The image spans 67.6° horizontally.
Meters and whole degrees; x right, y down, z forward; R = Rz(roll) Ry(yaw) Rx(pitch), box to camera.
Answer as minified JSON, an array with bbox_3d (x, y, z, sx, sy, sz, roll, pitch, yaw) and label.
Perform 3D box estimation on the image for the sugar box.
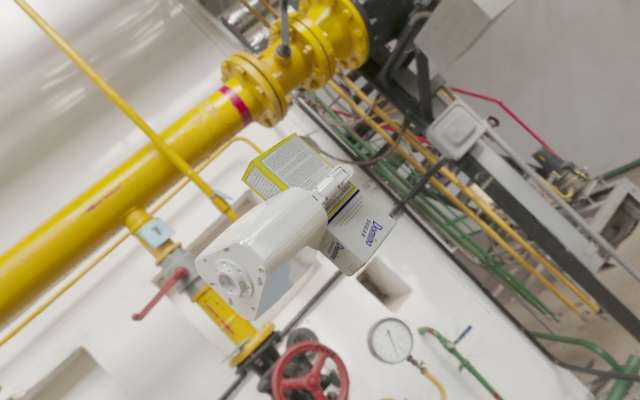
[{"bbox_3d":[0.000,0.002,0.582,0.093,0.176,0.048,-43,-4,-45],"label":"sugar box"}]
